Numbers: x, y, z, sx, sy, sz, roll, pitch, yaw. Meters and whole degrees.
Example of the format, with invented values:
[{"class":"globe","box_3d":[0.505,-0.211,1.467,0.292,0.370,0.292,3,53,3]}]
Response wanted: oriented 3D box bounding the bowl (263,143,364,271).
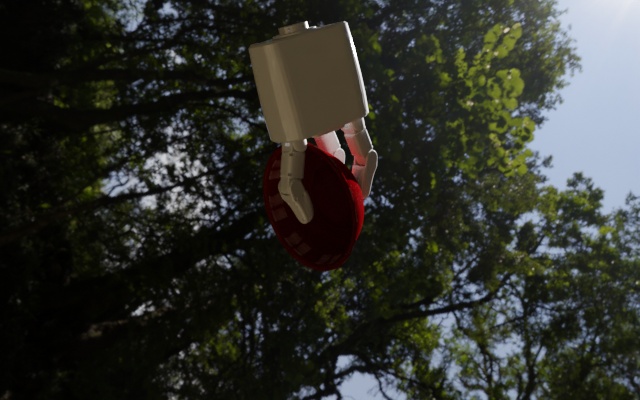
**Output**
[{"class":"bowl","box_3d":[0.000,0.003,0.587,0.055,0.162,0.162,-20,14,-41]}]
